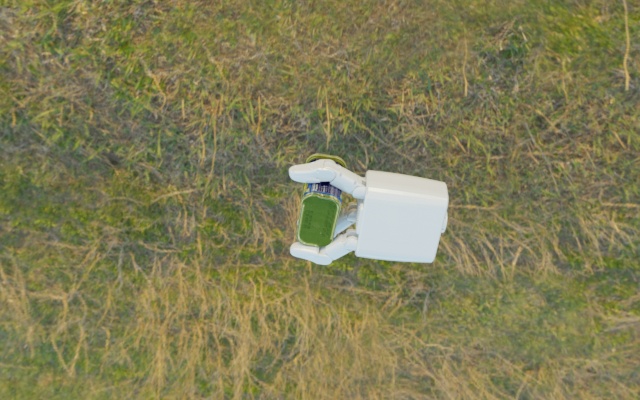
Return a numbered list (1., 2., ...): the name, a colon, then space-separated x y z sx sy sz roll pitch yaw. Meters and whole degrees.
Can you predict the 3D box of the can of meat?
1. can of meat: 0.000 0.002 0.656 0.057 0.102 0.083 9 43 -2
